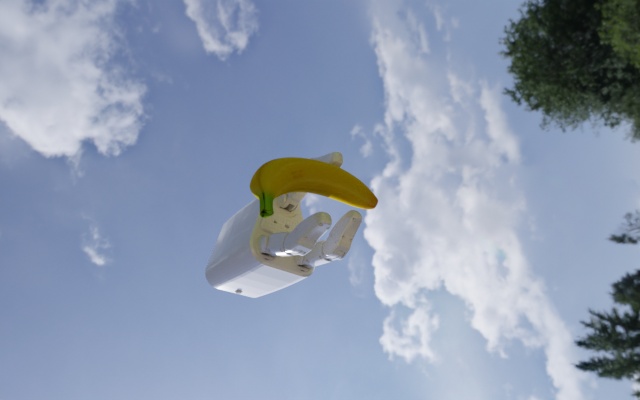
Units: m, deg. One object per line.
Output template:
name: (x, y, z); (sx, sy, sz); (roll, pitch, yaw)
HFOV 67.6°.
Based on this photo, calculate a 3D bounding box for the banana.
banana: (-0.009, -0.015, 0.508); (0.037, 0.069, 0.198); (-34, -18, 35)
